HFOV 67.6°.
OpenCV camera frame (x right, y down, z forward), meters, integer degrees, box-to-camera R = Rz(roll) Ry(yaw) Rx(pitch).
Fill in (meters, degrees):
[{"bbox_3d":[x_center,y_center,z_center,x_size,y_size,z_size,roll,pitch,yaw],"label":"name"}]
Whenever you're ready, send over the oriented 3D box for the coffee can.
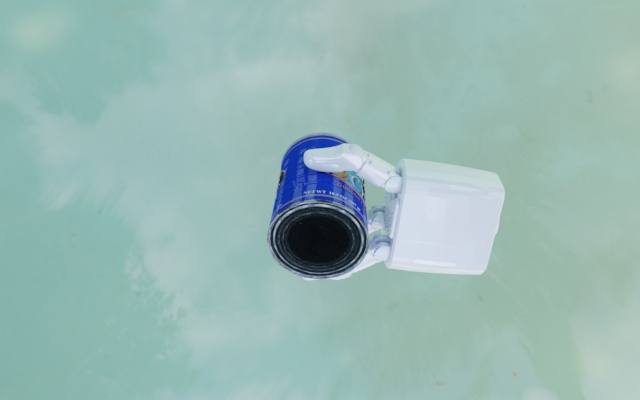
[{"bbox_3d":[0.000,0.002,0.531,0.103,0.103,0.140,0,35,3],"label":"coffee can"}]
